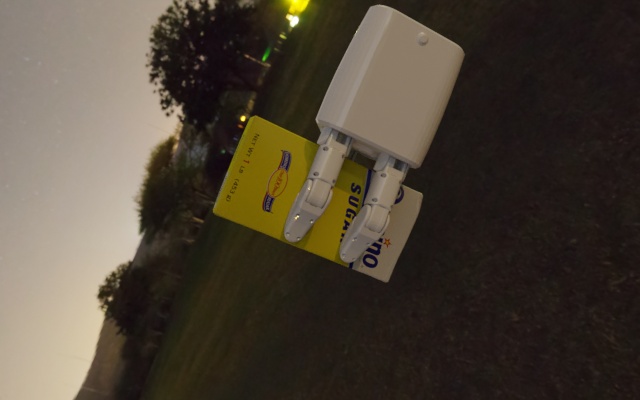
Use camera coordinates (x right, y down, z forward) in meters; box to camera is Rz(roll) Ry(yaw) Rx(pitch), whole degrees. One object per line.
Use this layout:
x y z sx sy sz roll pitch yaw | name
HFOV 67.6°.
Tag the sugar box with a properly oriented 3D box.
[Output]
0.000 0.001 0.440 0.176 0.093 0.048 23 1 -14 | sugar box
